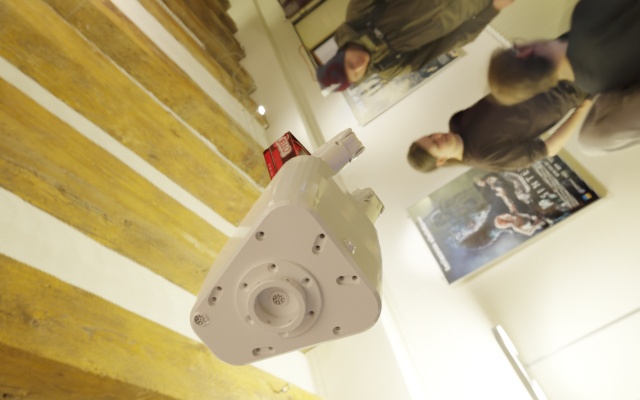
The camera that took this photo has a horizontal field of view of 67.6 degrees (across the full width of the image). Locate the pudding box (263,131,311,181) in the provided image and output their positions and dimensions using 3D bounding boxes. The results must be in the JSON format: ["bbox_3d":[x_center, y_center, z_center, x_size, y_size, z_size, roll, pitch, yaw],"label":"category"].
[{"bbox_3d":[0.000,0.002,0.439,0.039,0.090,0.113,-34,-50,12],"label":"pudding box"}]
